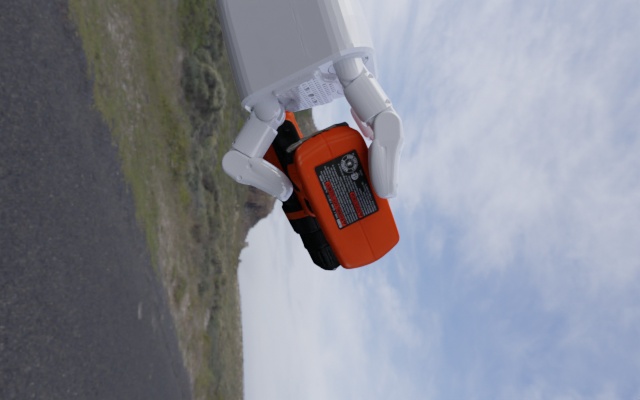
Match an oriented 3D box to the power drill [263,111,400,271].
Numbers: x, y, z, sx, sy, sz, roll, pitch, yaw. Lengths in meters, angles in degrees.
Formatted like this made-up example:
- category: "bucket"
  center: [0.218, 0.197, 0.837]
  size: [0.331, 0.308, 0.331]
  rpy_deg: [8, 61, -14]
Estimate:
- category: "power drill"
  center: [0.000, 0.001, 0.436]
  size: [0.057, 0.184, 0.187]
  rpy_deg: [-28, 15, -13]
